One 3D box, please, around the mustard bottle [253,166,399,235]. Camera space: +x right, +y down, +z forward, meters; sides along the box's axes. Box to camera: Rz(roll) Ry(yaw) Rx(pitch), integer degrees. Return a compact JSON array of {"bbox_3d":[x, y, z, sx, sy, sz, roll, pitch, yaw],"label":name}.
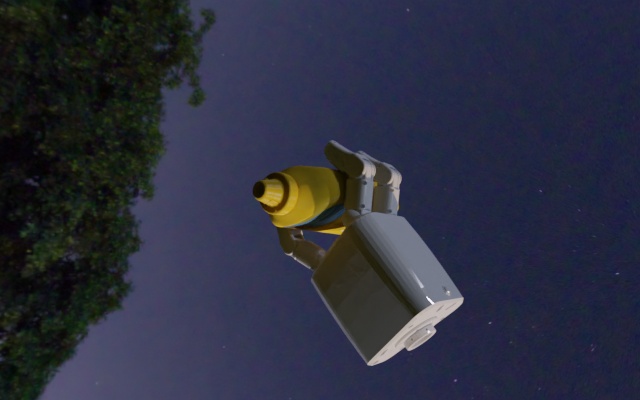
[{"bbox_3d":[0.000,0.001,0.511,0.096,0.058,0.191,-22,-18,32],"label":"mustard bottle"}]
